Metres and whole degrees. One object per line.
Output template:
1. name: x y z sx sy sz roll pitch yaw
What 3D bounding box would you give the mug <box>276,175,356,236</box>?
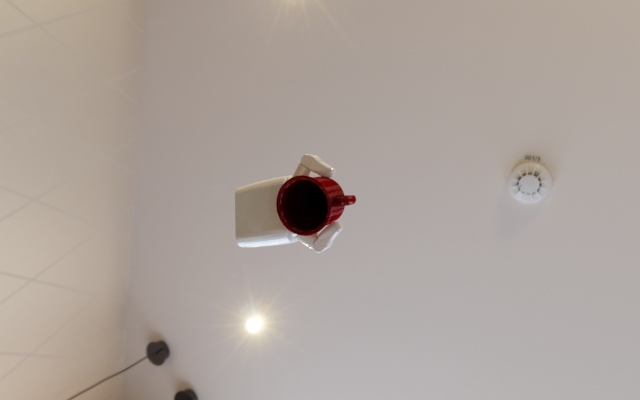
1. mug: 0.001 0.002 0.756 0.117 0.093 0.081 -8 3 25
